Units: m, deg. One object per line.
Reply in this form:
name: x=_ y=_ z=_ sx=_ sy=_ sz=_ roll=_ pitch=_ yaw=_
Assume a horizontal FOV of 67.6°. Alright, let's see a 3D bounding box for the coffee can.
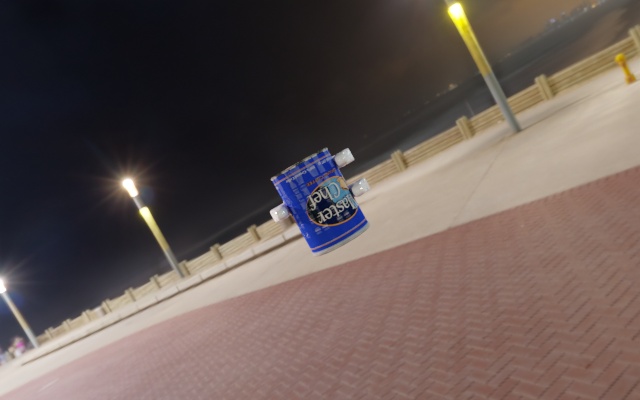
coffee can: x=0.000 y=0.003 z=0.753 sx=0.103 sy=0.140 sz=0.103 roll=-29 pitch=3 yaw=2
